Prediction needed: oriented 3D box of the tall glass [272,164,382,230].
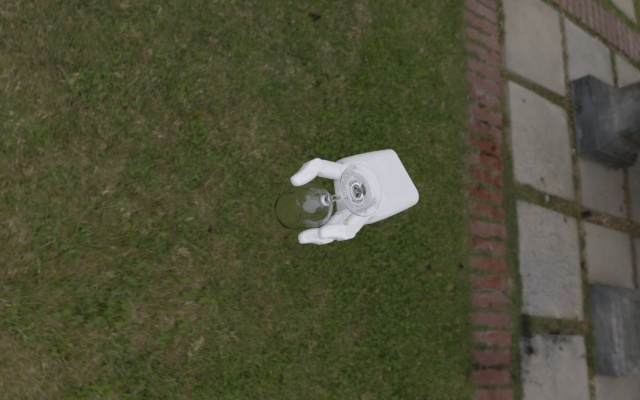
[{"bbox_3d":[0.000,0.002,0.735,0.079,0.079,0.201,0,-10,-35],"label":"tall glass"}]
